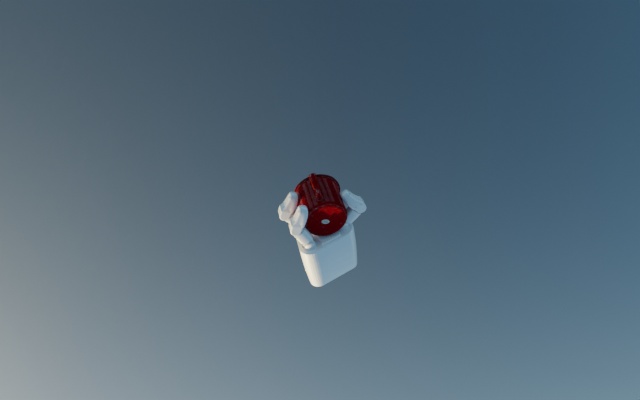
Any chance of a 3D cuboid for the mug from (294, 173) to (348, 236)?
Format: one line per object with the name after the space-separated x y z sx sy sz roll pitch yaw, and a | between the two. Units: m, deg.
0.000 0.002 0.879 0.093 0.117 0.081 -15 42 -4 | mug
